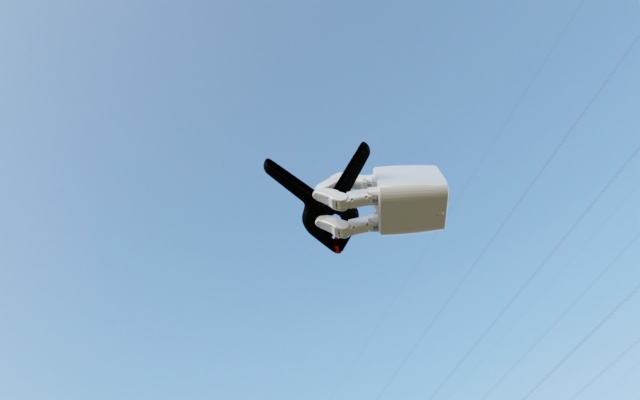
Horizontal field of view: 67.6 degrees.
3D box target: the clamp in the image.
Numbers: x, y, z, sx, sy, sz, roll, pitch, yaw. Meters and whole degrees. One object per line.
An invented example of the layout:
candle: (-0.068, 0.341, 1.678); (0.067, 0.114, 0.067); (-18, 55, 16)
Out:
clamp: (0.000, 0.002, 0.779); (0.164, 0.210, 0.036); (-3, 37, 3)
